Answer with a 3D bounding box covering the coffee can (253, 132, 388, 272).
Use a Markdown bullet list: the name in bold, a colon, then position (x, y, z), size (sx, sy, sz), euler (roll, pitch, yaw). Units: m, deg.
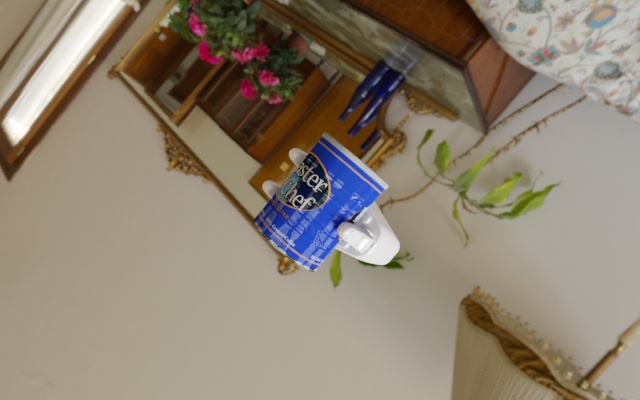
- **coffee can**: position (0.000, 0.002, 0.592), size (0.103, 0.140, 0.103), euler (40, 5, -4)
